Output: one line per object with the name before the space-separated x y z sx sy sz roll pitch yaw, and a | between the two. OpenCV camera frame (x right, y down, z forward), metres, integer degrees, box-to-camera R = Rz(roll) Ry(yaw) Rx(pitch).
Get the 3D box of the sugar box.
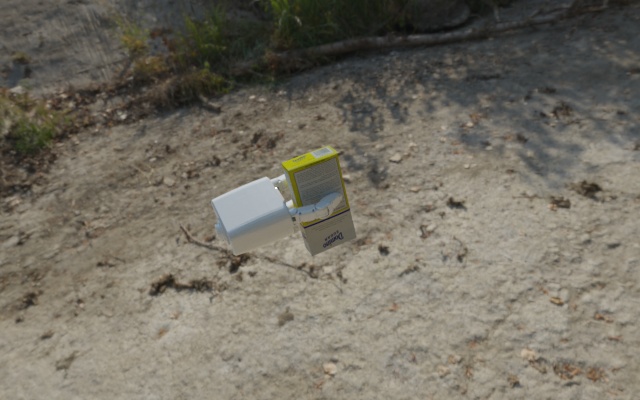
sugar box | 0.000 0.002 0.836 0.093 0.176 0.048 -21 32 -13
